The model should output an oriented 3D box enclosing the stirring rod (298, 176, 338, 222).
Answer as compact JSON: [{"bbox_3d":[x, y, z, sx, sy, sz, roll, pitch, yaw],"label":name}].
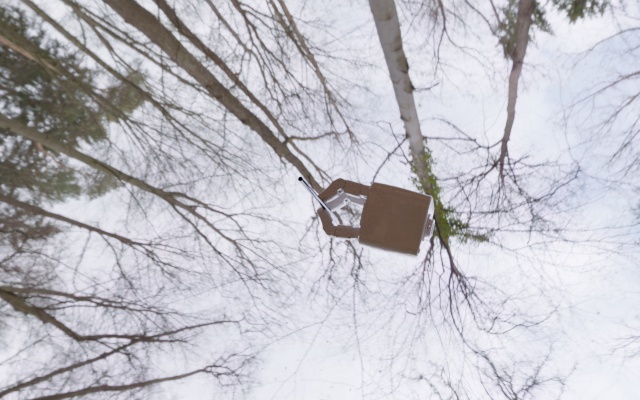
[{"bbox_3d":[0.000,0.003,0.830,0.011,0.011,0.240,0,-17,15],"label":"stirring rod"}]
